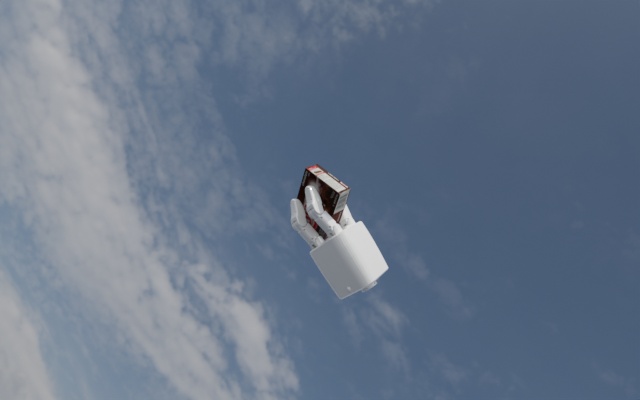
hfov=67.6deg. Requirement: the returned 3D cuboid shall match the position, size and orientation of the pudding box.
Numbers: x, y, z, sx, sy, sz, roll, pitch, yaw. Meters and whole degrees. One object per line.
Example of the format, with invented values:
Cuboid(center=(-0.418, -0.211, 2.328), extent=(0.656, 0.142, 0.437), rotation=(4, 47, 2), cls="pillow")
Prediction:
Cuboid(center=(0.000, 0.003, 0.889), extent=(0.090, 0.114, 0.039), rotation=(38, 37, 26), cls="pudding box")
